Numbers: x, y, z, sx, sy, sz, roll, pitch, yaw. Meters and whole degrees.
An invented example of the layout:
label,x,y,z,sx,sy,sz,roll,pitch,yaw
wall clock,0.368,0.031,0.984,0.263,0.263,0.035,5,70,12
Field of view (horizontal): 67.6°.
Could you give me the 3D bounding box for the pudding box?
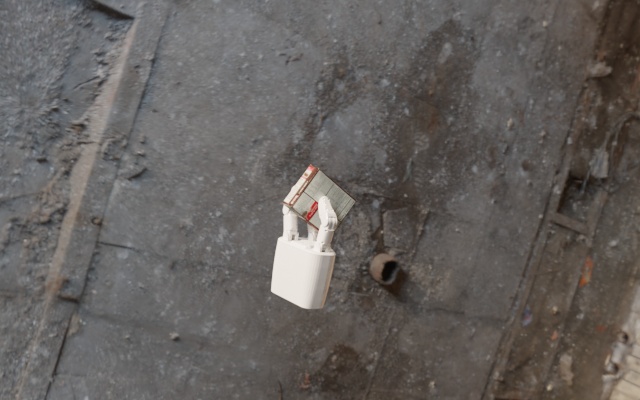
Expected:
label,x,y,z,sx,sy,sz,roll,pitch,yaw
pudding box,0.000,0.003,0.882,0.113,0.090,0.039,40,-8,-33
